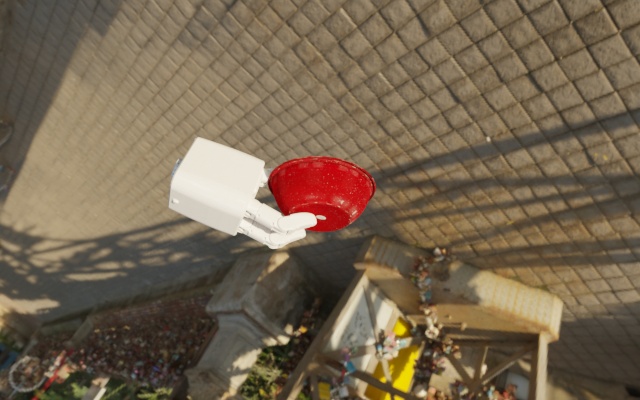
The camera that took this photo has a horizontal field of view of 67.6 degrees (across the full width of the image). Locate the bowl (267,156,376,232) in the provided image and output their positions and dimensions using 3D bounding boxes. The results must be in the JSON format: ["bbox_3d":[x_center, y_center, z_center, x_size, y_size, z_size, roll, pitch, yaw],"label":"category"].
[{"bbox_3d":[0.001,0.003,0.701,0.162,0.055,0.162,3,-29,2],"label":"bowl"}]
